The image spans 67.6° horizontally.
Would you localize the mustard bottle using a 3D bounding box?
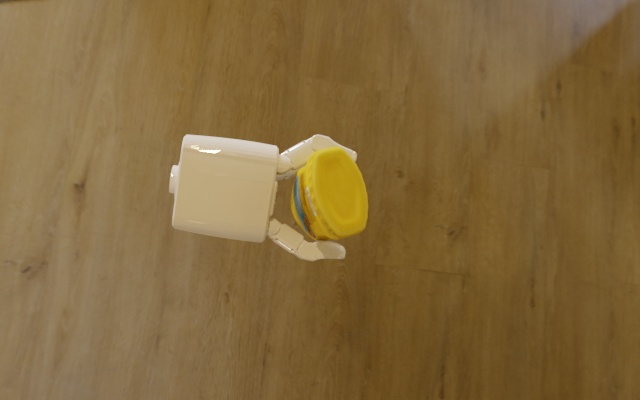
[{"bbox_3d":[0.000,0.002,0.583,0.058,0.096,0.191,-17,-3,-14],"label":"mustard bottle"}]
